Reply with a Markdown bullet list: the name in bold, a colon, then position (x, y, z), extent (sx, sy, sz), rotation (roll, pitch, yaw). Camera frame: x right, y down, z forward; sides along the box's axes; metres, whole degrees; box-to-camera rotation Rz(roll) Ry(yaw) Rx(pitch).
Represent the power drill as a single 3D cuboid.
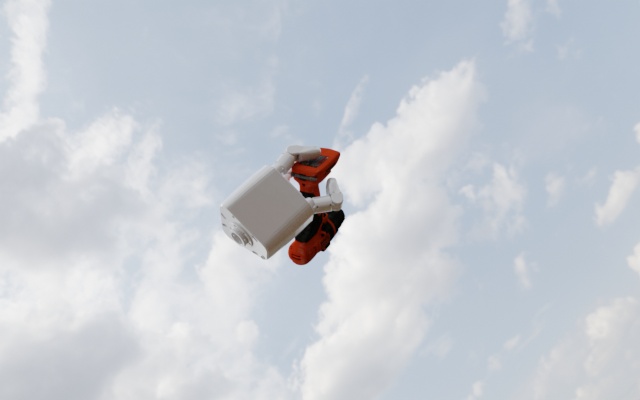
- **power drill**: position (0.000, 0.003, 0.876), extent (0.057, 0.188, 0.184), rotation (12, 30, 22)
